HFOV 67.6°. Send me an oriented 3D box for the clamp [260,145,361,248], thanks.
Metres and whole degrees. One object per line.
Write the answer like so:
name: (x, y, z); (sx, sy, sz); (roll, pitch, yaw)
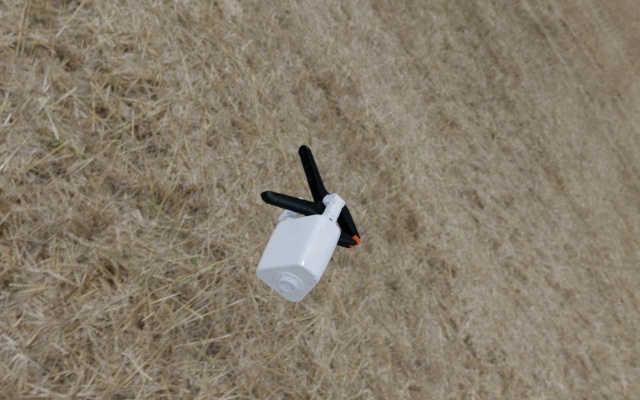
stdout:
clamp: (0.001, 0.003, 0.884); (0.210, 0.164, 0.036); (42, -43, -18)
